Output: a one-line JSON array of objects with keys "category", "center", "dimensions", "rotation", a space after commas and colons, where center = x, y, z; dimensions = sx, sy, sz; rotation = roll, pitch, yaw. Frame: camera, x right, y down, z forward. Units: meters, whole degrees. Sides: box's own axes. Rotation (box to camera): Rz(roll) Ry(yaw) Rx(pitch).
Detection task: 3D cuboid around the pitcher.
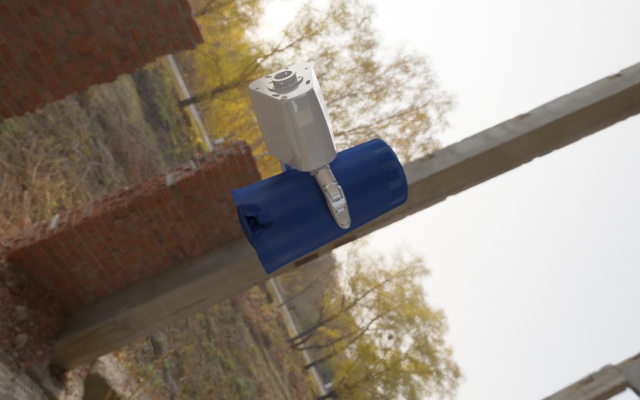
[{"category": "pitcher", "center": [0.000, 0.002, 0.718], "dimensions": [0.243, 0.145, 0.149], "rotation": [-24, 36, -6]}]
